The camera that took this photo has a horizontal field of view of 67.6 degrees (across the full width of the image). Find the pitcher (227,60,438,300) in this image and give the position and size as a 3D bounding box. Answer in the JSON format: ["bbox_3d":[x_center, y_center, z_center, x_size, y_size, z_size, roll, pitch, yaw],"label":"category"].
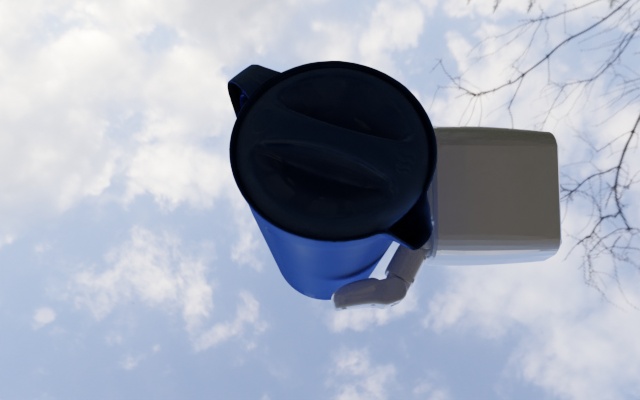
[{"bbox_3d":[0.000,0.001,0.412,0.145,0.149,0.243,0,-23,-1],"label":"pitcher"}]
